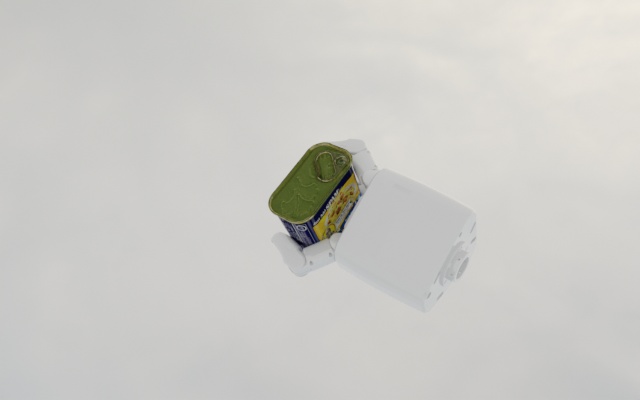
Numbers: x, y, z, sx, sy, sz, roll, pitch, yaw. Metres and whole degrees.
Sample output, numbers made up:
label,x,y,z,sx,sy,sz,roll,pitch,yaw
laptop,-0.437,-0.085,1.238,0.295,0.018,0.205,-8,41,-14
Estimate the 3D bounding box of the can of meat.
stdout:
label,x,y,z,sx,sy,sz,roll,pitch,yaw
can of meat,0.000,0.002,0.530,0.057,0.102,0.084,25,-23,30
